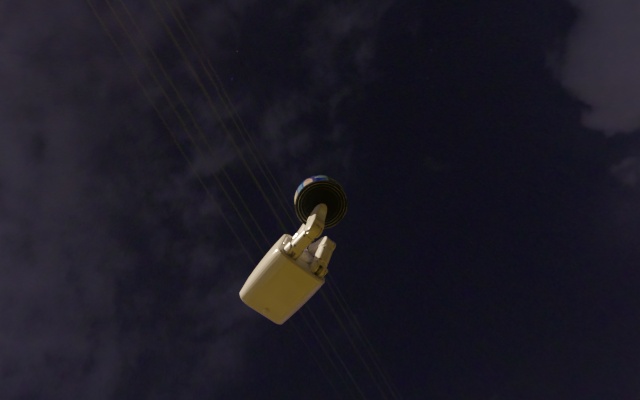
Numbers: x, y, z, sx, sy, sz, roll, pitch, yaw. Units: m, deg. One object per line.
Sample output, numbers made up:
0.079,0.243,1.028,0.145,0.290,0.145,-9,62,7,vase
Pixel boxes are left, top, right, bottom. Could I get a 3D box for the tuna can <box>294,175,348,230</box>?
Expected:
0.000,0.002,0.783,0.086,0.086,0.033,0,22,-6,tuna can
